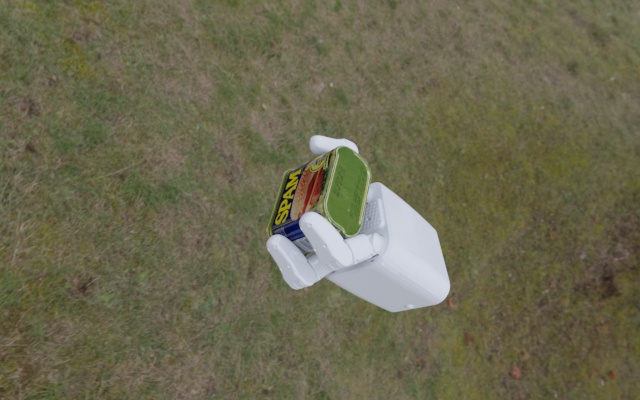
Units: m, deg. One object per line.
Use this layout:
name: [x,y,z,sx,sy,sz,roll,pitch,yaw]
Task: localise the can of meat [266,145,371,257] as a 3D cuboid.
can of meat: [0.000,0.001,0.486,0.057,0.102,0.084,36,-40,-29]
